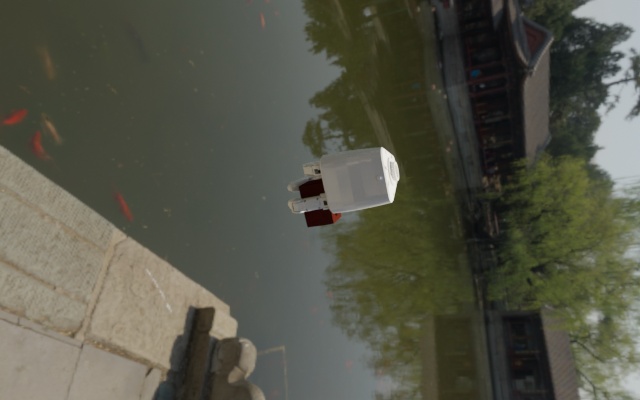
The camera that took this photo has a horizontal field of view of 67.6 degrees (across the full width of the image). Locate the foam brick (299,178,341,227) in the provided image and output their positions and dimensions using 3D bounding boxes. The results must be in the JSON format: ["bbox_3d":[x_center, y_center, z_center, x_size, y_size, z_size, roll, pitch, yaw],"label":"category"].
[{"bbox_3d":[0.000,0.003,0.846,0.051,0.078,0.053,-9,10,19],"label":"foam brick"}]
